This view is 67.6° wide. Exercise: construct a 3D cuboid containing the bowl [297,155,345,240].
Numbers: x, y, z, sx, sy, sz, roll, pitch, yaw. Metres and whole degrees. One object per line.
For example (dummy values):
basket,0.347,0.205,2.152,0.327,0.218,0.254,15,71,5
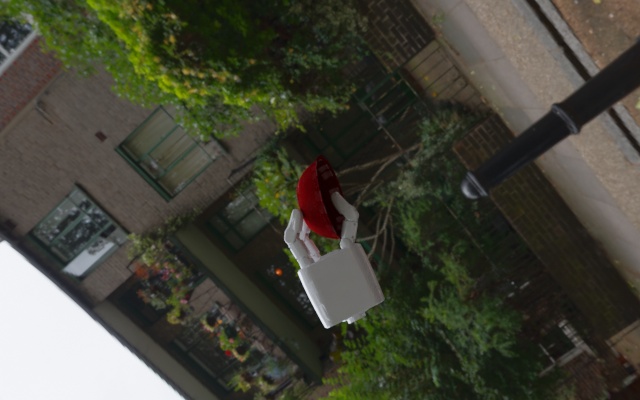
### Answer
bowl,-0.001,0.002,0.852,0.055,0.162,0.162,-16,-4,15
